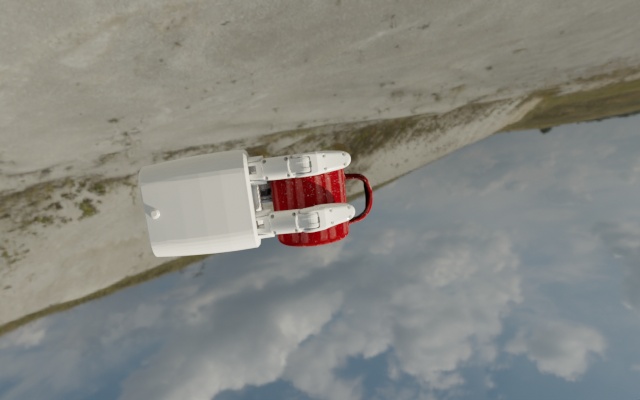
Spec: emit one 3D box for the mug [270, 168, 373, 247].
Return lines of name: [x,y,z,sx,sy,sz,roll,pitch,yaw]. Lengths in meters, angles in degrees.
mug: [0.002,0.002,0.533,0.117,0.081,0.093,-7,9,-1]
